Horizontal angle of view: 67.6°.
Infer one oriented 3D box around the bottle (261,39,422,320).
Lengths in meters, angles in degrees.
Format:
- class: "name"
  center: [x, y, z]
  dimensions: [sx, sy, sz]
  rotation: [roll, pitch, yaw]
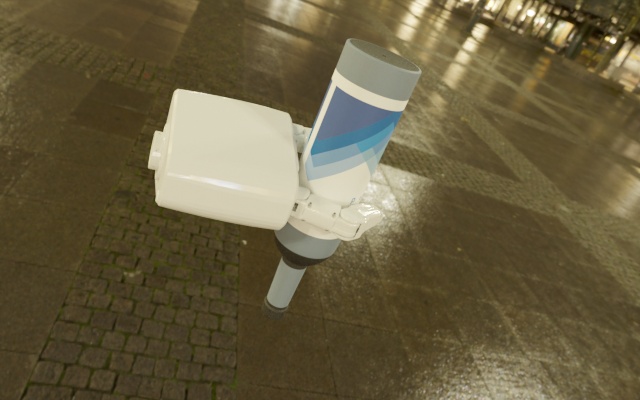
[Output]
- class: "bottle"
  center: [0.000, 0.001, 0.456]
  dimensions: [0.069, 0.296, 0.069]
  rotation: [18, 28, -10]
